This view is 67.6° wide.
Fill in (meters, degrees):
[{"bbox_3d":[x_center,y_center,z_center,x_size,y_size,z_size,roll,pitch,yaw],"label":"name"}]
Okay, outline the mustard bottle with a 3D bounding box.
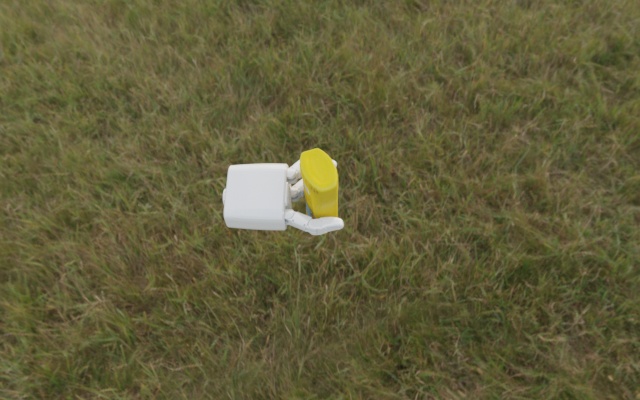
[{"bbox_3d":[0.000,0.003,0.862,0.058,0.096,0.192,-19,-35,-11],"label":"mustard bottle"}]
